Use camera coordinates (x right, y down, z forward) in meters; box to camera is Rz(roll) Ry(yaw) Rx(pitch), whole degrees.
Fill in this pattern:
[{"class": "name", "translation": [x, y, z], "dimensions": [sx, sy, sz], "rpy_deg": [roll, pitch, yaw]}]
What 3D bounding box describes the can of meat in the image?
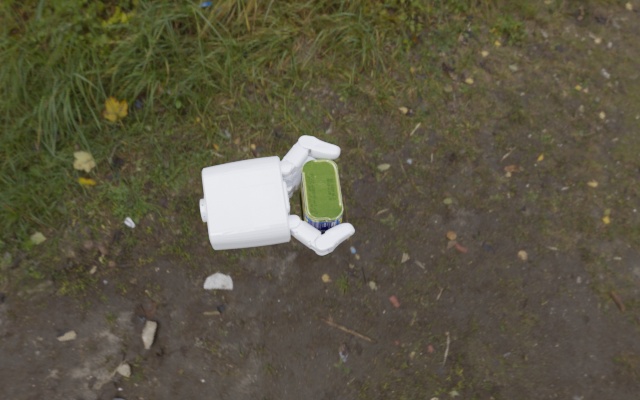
[{"class": "can of meat", "translation": [0.000, 0.002, 0.683], "dimensions": [0.057, 0.102, 0.084], "rpy_deg": [-5, -27, -5]}]
